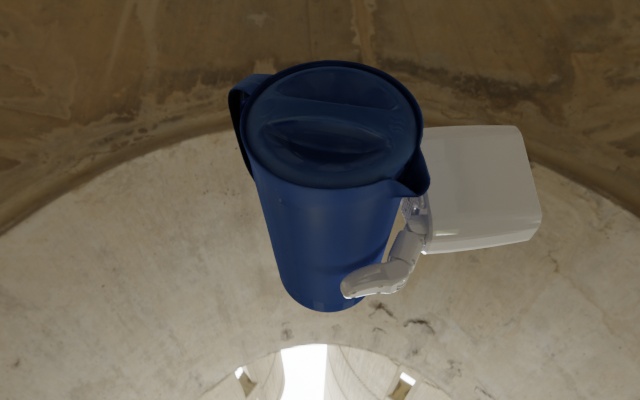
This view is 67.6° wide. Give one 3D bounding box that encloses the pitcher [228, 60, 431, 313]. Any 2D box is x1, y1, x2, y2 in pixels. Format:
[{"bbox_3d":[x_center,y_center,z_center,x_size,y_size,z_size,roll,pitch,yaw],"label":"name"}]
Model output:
[{"bbox_3d":[0.000,0.001,0.442,0.145,0.149,0.243,-6,-36,-5],"label":"pitcher"}]
